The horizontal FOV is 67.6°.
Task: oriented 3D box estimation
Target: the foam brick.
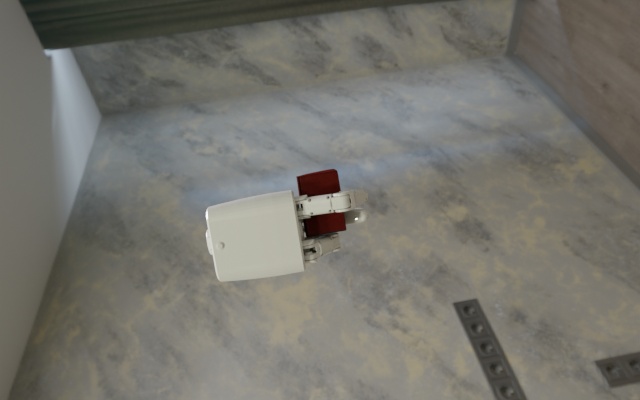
[{"bbox_3d":[0.000,0.002,0.607,0.051,0.078,0.053,-9,5,-3],"label":"foam brick"}]
